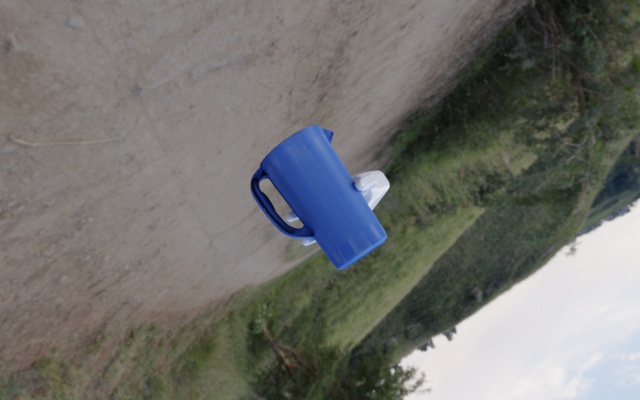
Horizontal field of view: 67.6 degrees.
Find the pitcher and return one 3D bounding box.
[{"bbox_3d":[0.000,0.003,0.852,0.149,0.243,0.145,-38,-8,28],"label":"pitcher"}]
